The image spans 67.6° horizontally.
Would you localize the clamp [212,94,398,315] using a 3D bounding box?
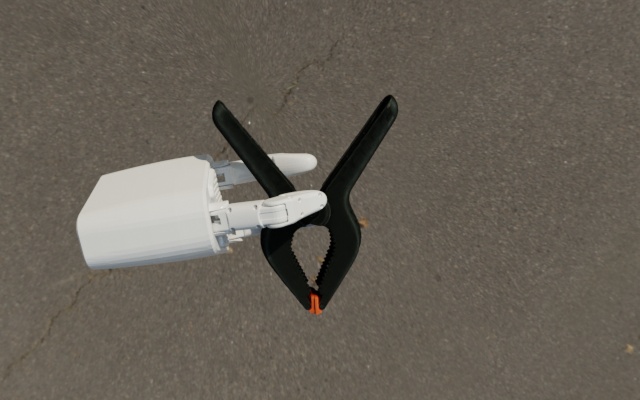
[{"bbox_3d":[0.000,0.002,0.443,0.164,0.210,0.036,-10,13,-4],"label":"clamp"}]
